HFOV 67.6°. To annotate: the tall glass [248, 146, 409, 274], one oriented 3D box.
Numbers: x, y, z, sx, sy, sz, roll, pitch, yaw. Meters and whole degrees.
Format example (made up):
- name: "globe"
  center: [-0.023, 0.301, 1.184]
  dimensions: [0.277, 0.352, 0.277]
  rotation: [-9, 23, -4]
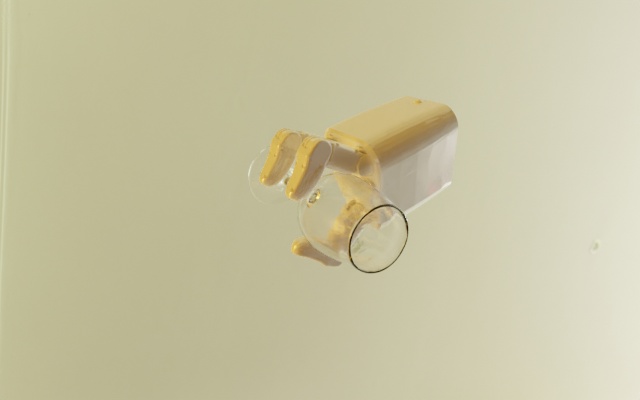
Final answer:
- name: "tall glass"
  center: [0.000, 0.001, 0.475]
  dimensions: [0.079, 0.079, 0.201]
  rotation: [0, 18, -31]
